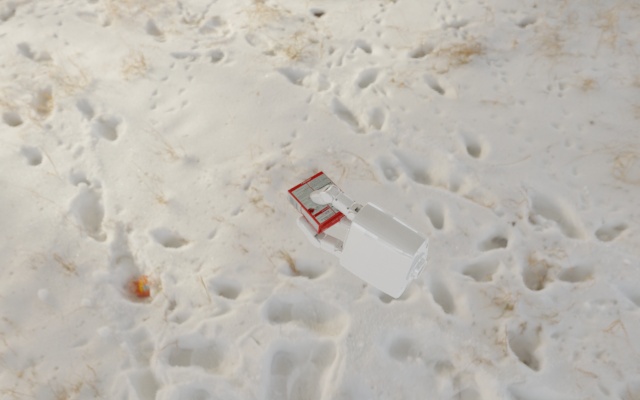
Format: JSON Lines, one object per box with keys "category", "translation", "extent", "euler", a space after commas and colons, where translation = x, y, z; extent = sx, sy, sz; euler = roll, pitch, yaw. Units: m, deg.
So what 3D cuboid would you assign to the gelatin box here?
{"category": "gelatin box", "translation": [0.000, 0.002, 0.783], "extent": [0.073, 0.089, 0.030], "euler": [-32, -27, -24]}
